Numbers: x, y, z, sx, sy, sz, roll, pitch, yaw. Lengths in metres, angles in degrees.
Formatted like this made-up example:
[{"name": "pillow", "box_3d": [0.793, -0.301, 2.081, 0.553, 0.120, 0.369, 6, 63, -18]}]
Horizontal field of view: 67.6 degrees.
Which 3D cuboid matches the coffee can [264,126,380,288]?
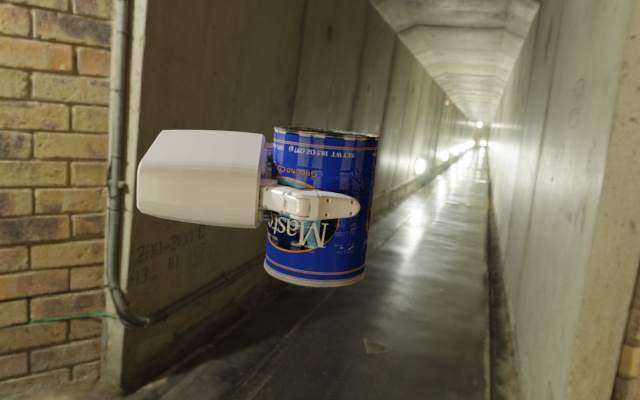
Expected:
[{"name": "coffee can", "box_3d": [0.000, 0.002, 0.472, 0.103, 0.140, 0.103, 5, 11, -1]}]
